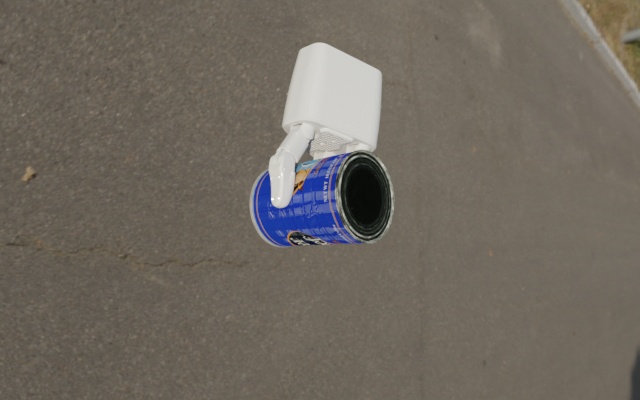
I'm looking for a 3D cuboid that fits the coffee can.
[{"bbox_3d":[0.000,0.002,0.562,0.140,0.103,0.103,-7,-5,42],"label":"coffee can"}]
